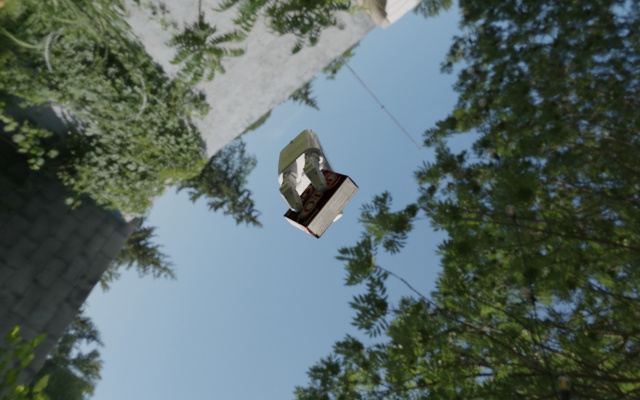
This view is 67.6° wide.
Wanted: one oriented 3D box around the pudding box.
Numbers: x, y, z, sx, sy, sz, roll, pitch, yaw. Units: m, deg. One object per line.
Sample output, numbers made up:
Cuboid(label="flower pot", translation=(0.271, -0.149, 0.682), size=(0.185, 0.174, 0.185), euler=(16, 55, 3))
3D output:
Cuboid(label="pudding box", translation=(0.000, 0.003, 0.806), size=(0.039, 0.113, 0.090), euler=(42, -10, -28))
